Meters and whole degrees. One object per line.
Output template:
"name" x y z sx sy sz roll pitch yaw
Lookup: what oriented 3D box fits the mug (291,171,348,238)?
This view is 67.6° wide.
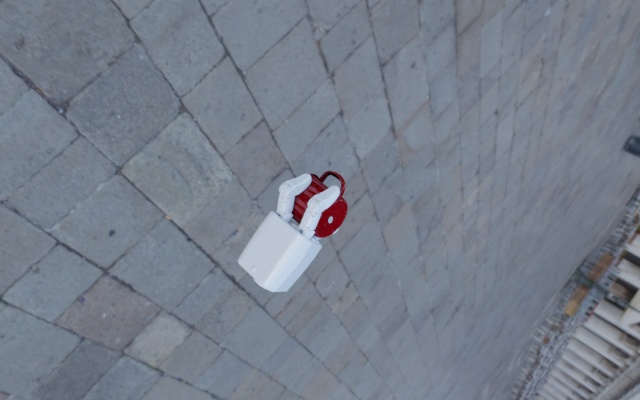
"mug" 0.001 0.002 0.834 0.081 0.117 0.093 36 0 32
